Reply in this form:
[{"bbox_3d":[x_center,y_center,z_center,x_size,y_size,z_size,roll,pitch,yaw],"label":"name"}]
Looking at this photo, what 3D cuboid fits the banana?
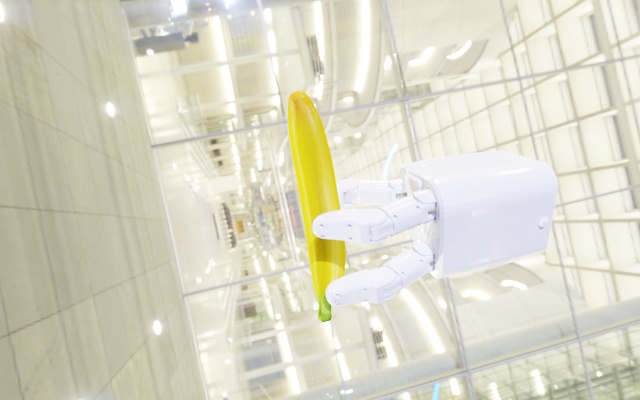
[{"bbox_3d":[0.000,0.003,0.430,0.037,0.198,0.069,-9,7,-2],"label":"banana"}]
